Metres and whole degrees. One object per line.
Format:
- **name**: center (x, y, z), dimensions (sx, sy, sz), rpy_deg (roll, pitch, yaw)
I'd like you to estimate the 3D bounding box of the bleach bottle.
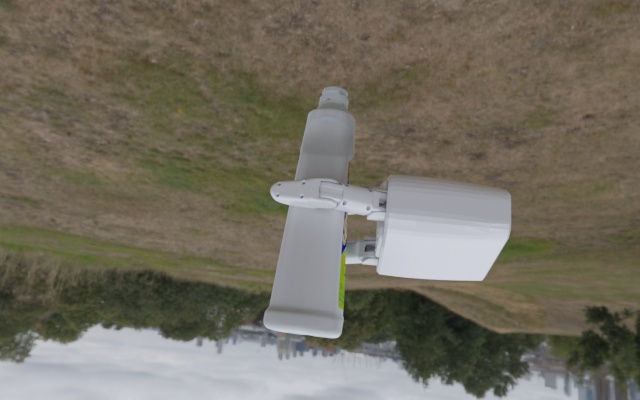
- **bleach bottle**: center (0.000, 0.002, 0.467), dimensions (0.068, 0.250, 0.103), rpy_deg (5, -17, 6)
